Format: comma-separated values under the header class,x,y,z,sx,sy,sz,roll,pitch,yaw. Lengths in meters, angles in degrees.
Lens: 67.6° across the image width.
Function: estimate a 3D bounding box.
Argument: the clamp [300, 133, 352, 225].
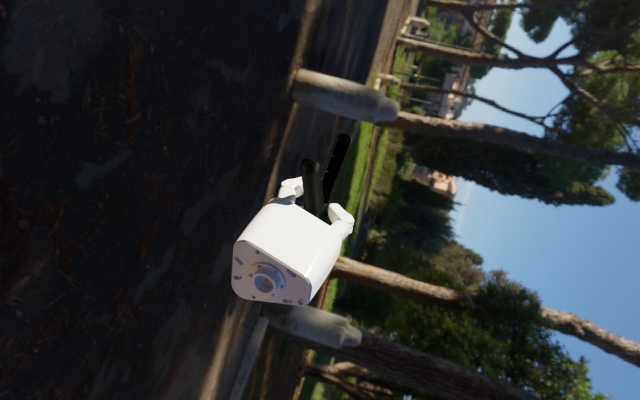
class,x,y,z,sx,sy,sz,roll,pitch,yaw
clamp,0.001,0.003,0.727,0.036,0.210,0.164,19,33,15
